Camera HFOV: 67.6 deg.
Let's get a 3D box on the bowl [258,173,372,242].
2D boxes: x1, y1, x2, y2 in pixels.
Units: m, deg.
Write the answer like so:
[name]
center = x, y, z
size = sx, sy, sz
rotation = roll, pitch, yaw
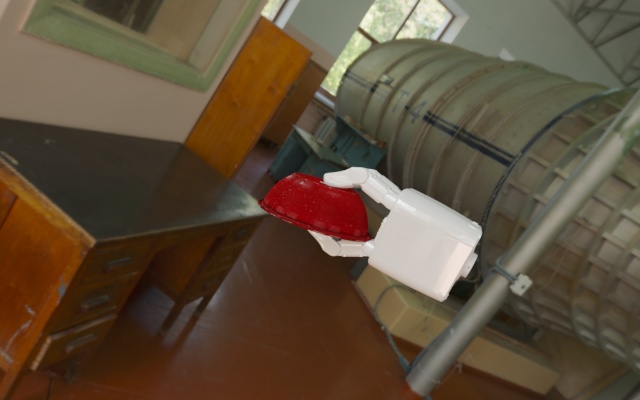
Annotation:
[bowl]
center = -0.001, 0.001, 0.644
size = 0.162, 0.055, 0.162
rotation = 17, 7, -2
